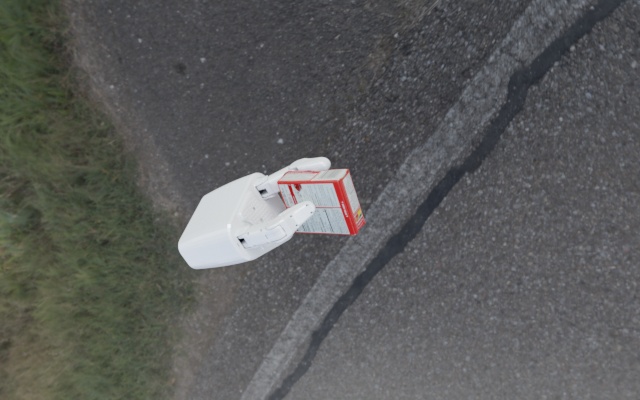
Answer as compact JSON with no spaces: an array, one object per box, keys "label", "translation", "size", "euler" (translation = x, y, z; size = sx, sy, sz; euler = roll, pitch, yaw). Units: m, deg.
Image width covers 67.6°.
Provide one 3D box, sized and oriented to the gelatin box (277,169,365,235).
[{"label":"gelatin box","translation":[0.000,0.002,0.556],"size":[0.089,0.073,0.030],"euler":[0,32,34]}]
